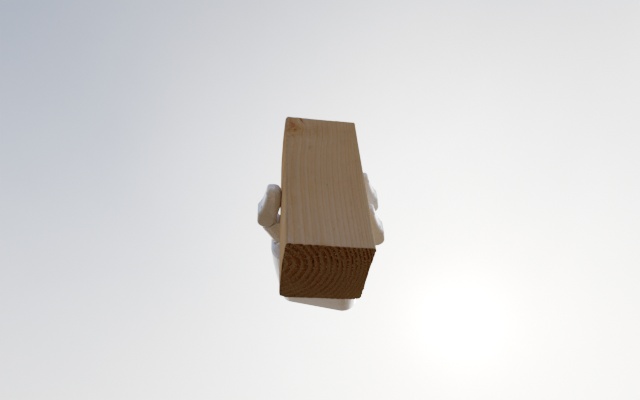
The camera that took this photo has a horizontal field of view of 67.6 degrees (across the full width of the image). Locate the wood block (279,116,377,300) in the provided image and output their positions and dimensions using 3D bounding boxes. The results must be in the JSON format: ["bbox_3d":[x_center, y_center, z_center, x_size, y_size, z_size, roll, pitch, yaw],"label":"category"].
[{"bbox_3d":[0.000,0.002,0.553,0.091,0.090,0.206,3,44,-8],"label":"wood block"}]
